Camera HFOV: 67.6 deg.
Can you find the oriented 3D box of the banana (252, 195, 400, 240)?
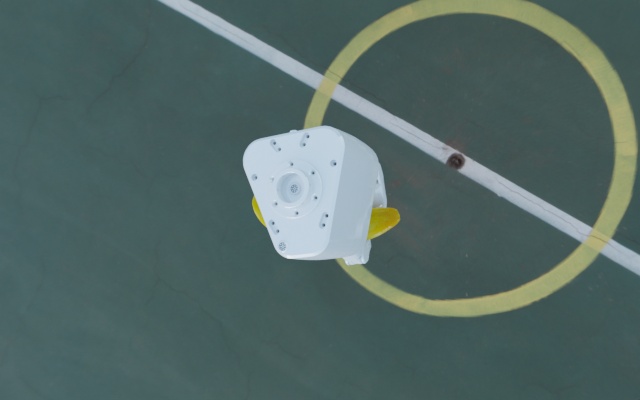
[{"bbox_3d":[-0.009,0.019,0.553,0.198,0.069,0.037,16,-7,27],"label":"banana"}]
